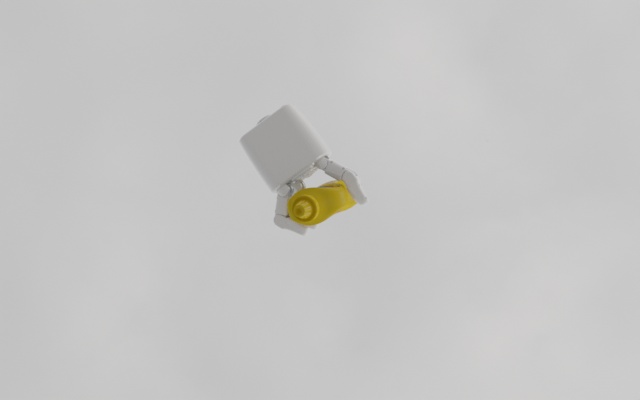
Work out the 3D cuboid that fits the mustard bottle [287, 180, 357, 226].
[{"bbox_3d":[0.000,0.003,0.770,0.096,0.058,0.191,-12,3,20],"label":"mustard bottle"}]
